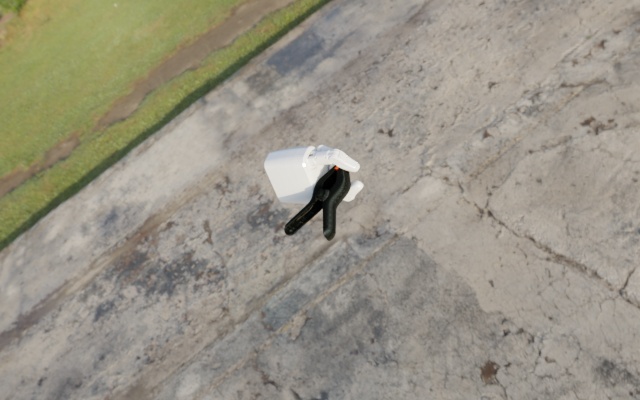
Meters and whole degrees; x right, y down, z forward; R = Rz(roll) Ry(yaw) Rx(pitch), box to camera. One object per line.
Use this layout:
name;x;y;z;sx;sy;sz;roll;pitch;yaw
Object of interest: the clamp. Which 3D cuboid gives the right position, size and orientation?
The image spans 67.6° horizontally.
clamp;0.000;0.002;0.894;0.120;0.171;0.039;-1;-40;35
